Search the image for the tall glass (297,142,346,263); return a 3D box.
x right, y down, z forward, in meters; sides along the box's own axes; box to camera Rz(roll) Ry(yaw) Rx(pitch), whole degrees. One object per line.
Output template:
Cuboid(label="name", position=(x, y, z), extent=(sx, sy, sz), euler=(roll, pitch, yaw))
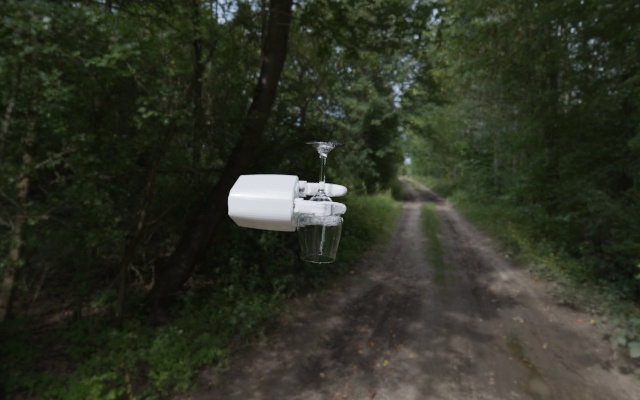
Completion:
Cuboid(label="tall glass", position=(0.000, 0.002, 0.820), extent=(0.079, 0.201, 0.079), euler=(3, 3, 0))
